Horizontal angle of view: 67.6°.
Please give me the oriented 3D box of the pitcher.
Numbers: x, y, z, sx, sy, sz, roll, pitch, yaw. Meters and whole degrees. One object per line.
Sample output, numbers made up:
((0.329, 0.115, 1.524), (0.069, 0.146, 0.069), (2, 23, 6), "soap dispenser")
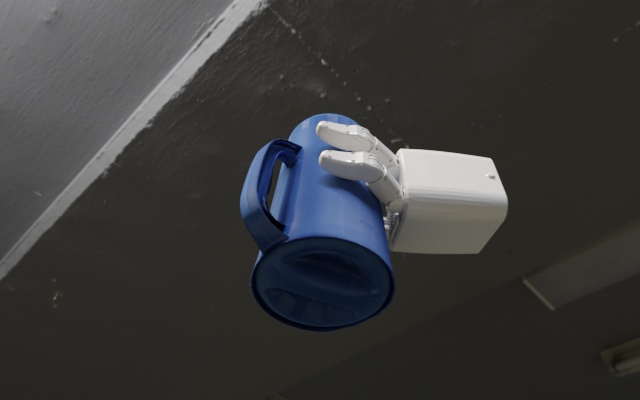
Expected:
((0.000, 0.002, 0.519), (0.145, 0.149, 0.242), (4, 40, -1), "pitcher")
